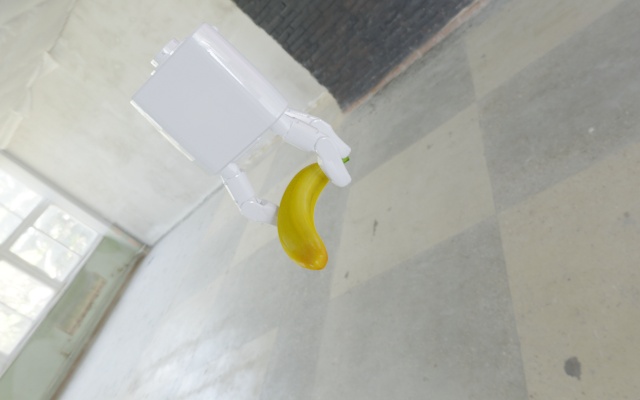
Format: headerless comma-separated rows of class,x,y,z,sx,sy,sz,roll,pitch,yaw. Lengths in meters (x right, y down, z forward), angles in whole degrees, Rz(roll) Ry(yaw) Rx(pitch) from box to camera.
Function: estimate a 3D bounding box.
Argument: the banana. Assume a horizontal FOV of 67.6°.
banana,-0.014,0.008,0.491,0.070,0.037,0.197,-30,26,27
